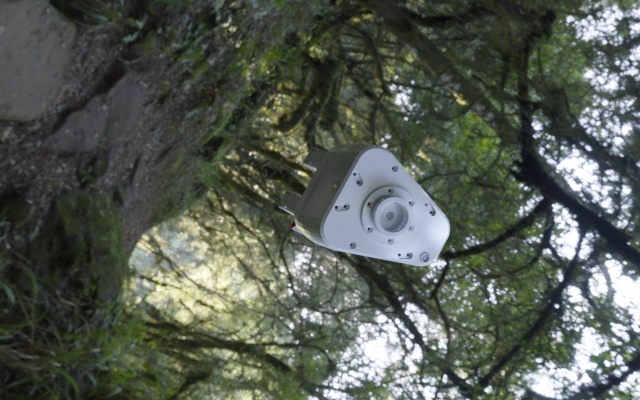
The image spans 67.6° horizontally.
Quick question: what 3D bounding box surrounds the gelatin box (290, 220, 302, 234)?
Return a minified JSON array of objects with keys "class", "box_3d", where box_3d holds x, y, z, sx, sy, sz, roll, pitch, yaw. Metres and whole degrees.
[{"class":"gelatin box","box_3d":[0.000,0.002,0.561,0.030,0.073,0.089,28,-15,-9]}]
